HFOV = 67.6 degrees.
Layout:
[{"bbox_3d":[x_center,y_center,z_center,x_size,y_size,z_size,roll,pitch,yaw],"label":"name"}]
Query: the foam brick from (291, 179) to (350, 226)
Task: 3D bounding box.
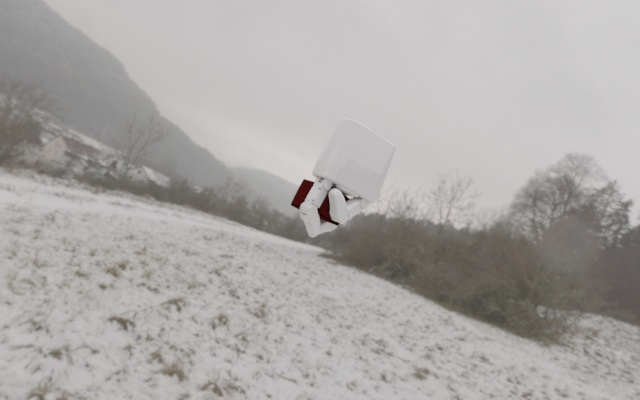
[{"bbox_3d":[0.000,0.003,0.809,0.078,0.051,0.053,19,-8,45],"label":"foam brick"}]
